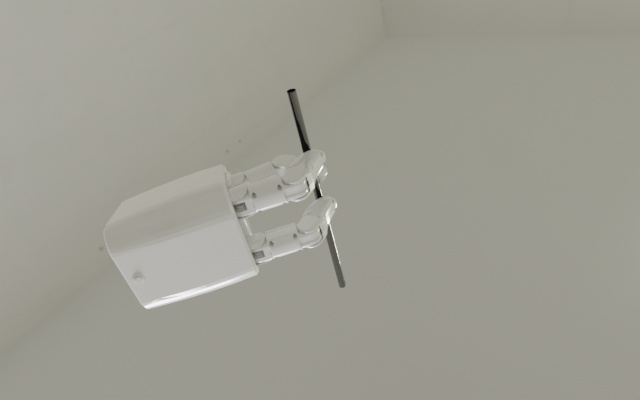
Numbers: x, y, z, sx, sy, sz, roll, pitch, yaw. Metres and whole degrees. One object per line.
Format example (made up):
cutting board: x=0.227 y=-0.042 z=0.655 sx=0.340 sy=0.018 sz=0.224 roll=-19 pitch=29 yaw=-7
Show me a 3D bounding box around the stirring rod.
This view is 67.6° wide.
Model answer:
stirring rod: x=0.000 y=0.001 z=0.477 sx=0.011 sy=0.240 sz=0.011 roll=-10 pitch=35 yaw=7
